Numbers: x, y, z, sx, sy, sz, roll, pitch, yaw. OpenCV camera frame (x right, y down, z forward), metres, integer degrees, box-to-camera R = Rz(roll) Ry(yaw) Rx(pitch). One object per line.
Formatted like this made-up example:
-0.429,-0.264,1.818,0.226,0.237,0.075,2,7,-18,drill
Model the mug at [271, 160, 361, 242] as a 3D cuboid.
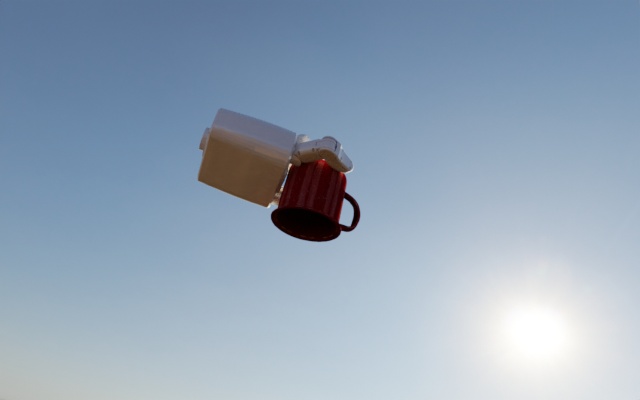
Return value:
0.002,0.002,0.634,0.117,0.081,0.093,20,-30,-11,mug
